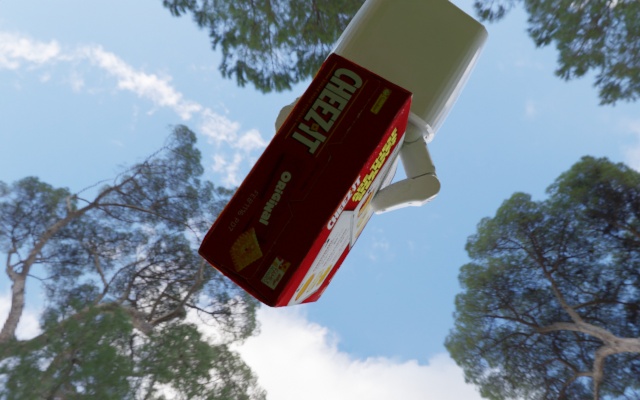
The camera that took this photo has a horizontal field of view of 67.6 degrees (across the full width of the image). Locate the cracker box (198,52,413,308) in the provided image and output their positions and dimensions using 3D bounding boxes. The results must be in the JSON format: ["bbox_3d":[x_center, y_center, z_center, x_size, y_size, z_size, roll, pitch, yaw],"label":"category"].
[{"bbox_3d":[0.000,0.001,0.405,0.072,0.164,0.214,32,-6,11],"label":"cracker box"}]
